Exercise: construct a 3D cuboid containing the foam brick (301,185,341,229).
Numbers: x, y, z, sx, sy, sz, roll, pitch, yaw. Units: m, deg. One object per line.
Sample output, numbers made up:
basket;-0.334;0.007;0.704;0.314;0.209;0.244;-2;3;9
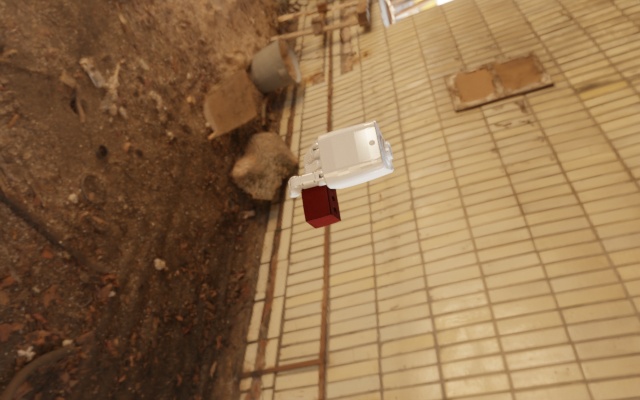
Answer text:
foam brick;0.000;0.003;0.856;0.051;0.078;0.053;-15;-20;16
